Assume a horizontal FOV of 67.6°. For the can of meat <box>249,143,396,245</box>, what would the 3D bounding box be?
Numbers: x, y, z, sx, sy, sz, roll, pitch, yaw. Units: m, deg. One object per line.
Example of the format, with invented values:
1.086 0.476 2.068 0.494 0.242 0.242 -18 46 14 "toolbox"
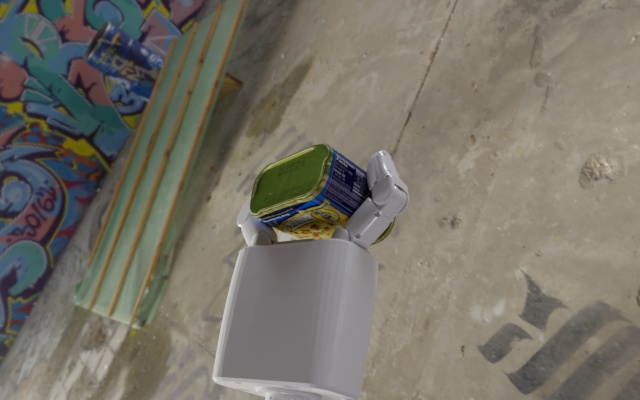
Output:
0.000 0.001 0.412 0.084 0.057 0.102 32 -34 -34 "can of meat"
